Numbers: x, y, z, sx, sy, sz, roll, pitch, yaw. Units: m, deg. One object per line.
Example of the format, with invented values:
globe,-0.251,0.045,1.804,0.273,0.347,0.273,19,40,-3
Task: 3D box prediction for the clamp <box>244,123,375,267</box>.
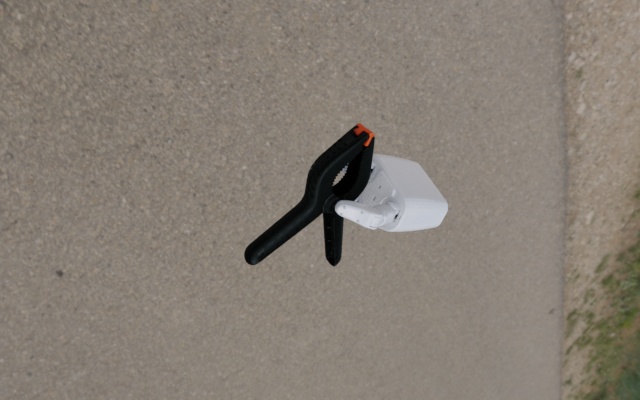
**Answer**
clamp,0.001,0.002,0.593,0.164,0.210,0.036,0,32,-45
